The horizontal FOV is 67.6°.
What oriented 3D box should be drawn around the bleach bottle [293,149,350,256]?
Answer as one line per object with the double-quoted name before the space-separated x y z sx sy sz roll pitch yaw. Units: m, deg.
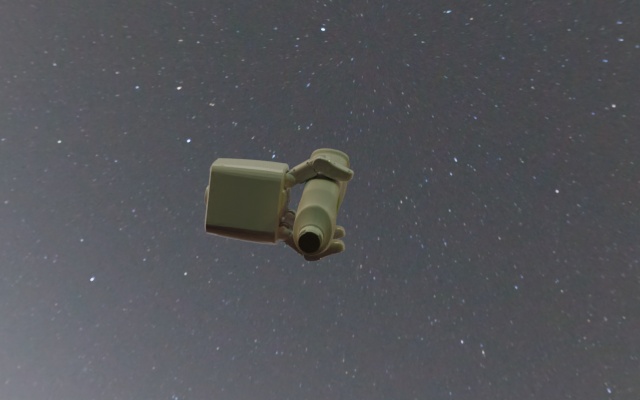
"bleach bottle" 0.000 0.002 0.687 0.068 0.103 0.250 8 20 3
